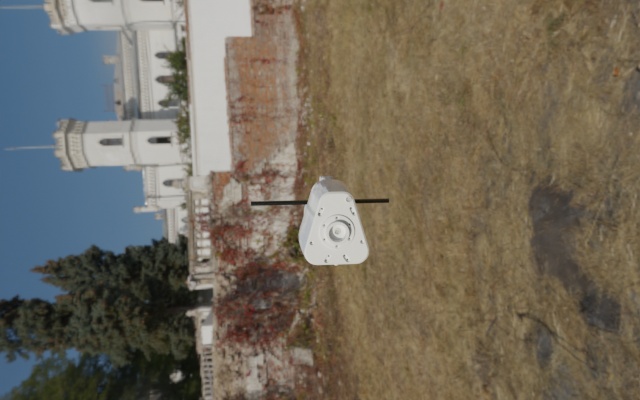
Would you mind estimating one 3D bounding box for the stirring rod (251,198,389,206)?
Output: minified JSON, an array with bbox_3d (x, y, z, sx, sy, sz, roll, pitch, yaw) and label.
[{"bbox_3d":[0.000,0.003,0.832,0.239,0.011,0.011,-1,0,-4],"label":"stirring rod"}]
